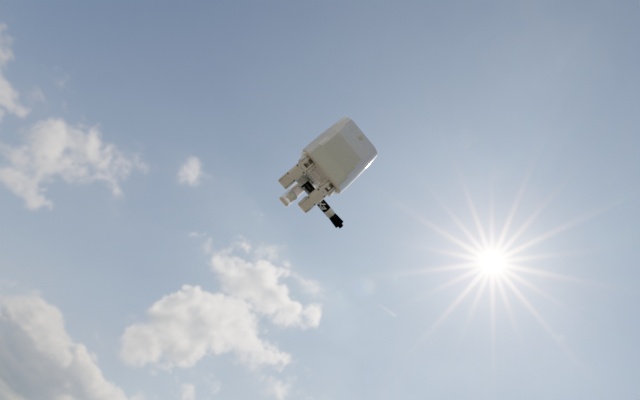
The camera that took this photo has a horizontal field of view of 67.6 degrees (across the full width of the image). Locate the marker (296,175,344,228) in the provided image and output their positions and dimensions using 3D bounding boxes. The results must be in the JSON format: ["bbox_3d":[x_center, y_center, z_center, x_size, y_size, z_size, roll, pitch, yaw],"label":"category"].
[{"bbox_3d":[0.000,0.003,0.863,0.020,0.121,0.020,-39,8,7],"label":"marker"}]
